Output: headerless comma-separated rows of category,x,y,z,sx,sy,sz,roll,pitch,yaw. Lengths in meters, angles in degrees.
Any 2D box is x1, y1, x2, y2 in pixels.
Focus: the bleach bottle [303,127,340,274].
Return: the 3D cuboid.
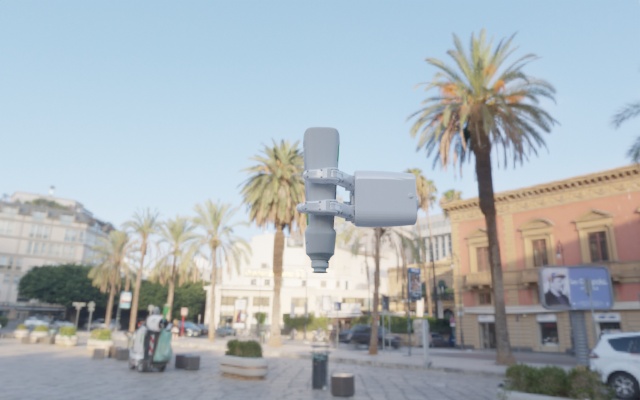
bleach bottle,0.000,0.003,0.842,0.068,0.250,0.102,1,-16,-1
